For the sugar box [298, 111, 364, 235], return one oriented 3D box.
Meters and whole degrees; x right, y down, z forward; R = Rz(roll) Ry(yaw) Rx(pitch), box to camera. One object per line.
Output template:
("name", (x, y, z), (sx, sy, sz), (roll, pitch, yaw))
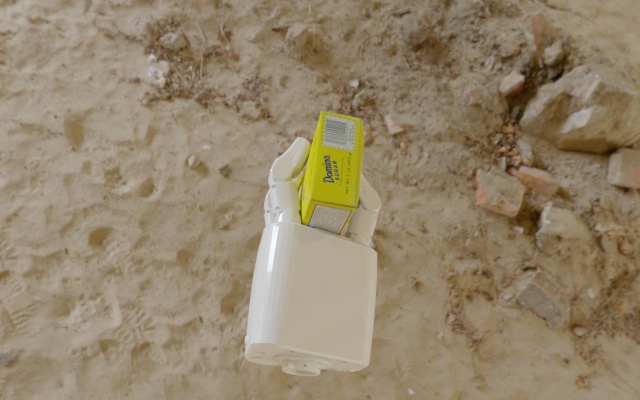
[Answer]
("sugar box", (0.000, 0.002, 0.479), (0.048, 0.093, 0.176), (11, -29, -8))
